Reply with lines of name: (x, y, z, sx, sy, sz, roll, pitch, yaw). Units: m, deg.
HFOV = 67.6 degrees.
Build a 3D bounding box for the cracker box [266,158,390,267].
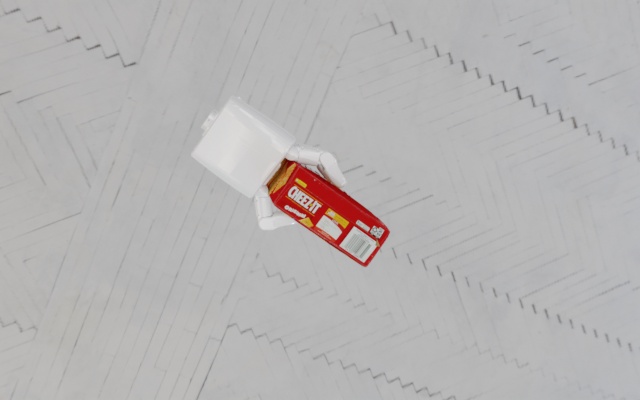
cracker box: (0.000, 0.003, 0.741, 0.164, 0.072, 0.213, 35, 4, -15)
